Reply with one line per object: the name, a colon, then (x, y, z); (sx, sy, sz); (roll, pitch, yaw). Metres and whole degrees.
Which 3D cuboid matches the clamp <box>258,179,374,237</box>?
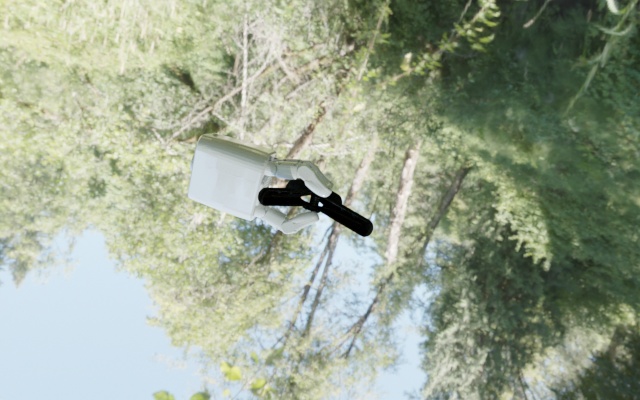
clamp: (0.000, 0.003, 0.737); (0.164, 0.036, 0.210); (20, 10, 1)
